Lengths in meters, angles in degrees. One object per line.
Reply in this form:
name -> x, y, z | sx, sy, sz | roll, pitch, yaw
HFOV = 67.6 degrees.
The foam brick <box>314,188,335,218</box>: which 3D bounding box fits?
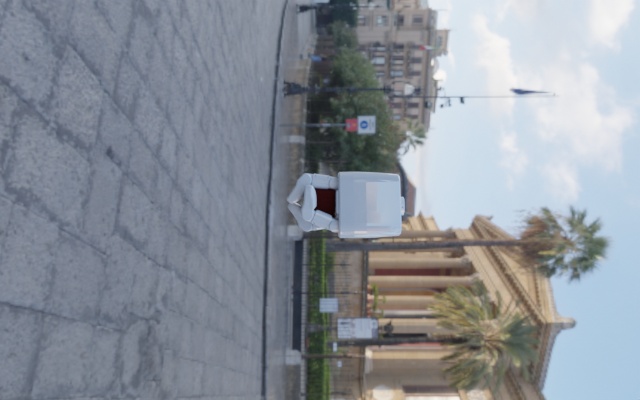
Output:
foam brick -> 0.000, 0.003, 0.857 | 0.051, 0.053, 0.078 | 0, 6, 0
